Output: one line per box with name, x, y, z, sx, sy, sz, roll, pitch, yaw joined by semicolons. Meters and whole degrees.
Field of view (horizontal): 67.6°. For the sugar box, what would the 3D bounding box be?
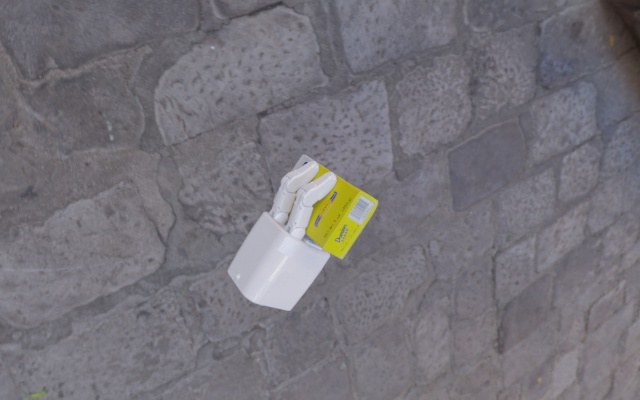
sugar box;0.000;0.002;0.691;0.048;0.093;0.176;32;2;-37
